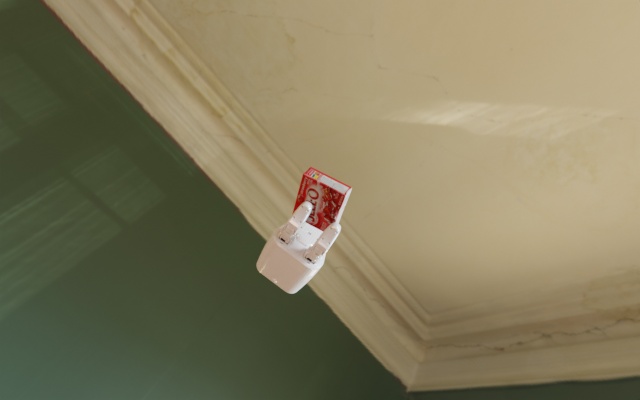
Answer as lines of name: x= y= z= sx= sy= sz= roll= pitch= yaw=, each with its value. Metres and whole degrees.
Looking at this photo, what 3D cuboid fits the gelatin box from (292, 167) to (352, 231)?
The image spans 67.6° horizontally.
gelatin box: x=0.000 y=0.002 z=0.741 sx=0.073 sy=0.089 sz=0.030 roll=28 pitch=40 yaw=11
